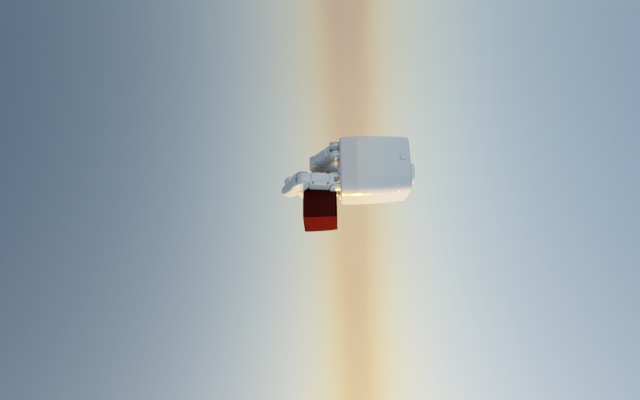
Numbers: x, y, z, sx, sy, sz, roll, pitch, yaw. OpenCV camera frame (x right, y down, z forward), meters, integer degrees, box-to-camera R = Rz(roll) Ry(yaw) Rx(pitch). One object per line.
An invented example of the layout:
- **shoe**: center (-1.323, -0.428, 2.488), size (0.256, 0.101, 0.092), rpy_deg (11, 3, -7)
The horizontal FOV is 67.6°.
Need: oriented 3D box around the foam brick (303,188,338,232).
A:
- **foam brick**: center (0.000, 0.003, 0.734), size (0.051, 0.078, 0.053), rpy_deg (-1, -27, 2)
